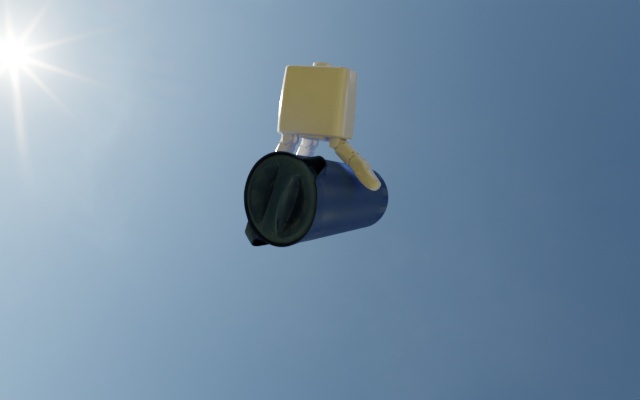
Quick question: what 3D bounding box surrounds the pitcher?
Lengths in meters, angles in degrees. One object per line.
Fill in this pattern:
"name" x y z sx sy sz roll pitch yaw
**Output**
"pitcher" 0.000 0.002 0.756 0.149 0.145 0.243 6 4 35
